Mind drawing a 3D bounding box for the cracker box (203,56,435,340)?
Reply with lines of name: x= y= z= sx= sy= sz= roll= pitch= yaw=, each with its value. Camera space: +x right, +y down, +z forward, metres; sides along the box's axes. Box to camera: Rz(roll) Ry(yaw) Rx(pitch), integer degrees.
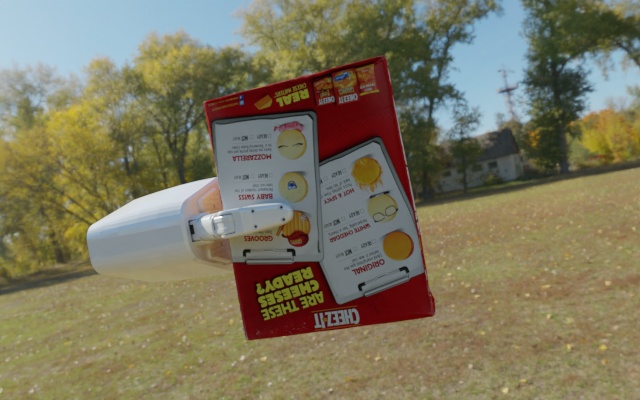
cracker box: x=0.000 y=0.001 z=0.426 sx=0.164 sy=0.213 sz=0.072 roll=-11 pitch=-1 yaw=14
